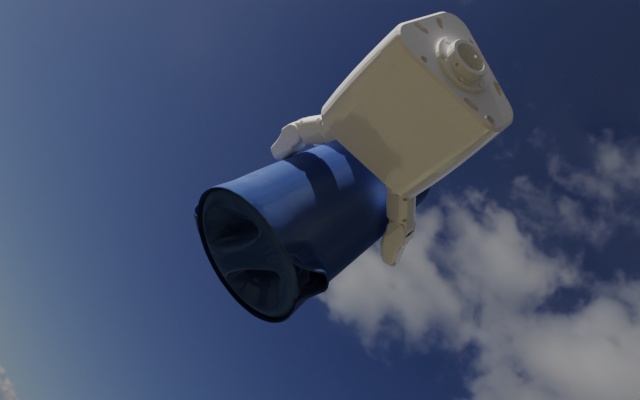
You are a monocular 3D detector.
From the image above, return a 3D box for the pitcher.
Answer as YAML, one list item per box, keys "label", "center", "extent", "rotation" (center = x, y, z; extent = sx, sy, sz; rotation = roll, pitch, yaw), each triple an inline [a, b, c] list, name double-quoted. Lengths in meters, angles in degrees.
- label: "pitcher"
  center: [0.000, 0.002, 0.495]
  extent: [0.242, 0.149, 0.145]
  rotation: [-30, -9, -39]
